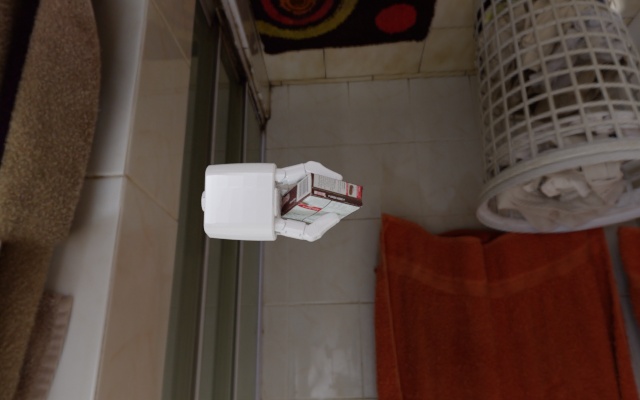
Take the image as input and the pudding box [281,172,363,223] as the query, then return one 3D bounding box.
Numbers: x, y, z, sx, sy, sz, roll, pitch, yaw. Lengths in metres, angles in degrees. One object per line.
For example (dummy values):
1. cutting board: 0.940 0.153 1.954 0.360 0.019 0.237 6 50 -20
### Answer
1. pudding box: 0.000 0.003 0.741 0.090 0.039 0.113 13 -23 -24
